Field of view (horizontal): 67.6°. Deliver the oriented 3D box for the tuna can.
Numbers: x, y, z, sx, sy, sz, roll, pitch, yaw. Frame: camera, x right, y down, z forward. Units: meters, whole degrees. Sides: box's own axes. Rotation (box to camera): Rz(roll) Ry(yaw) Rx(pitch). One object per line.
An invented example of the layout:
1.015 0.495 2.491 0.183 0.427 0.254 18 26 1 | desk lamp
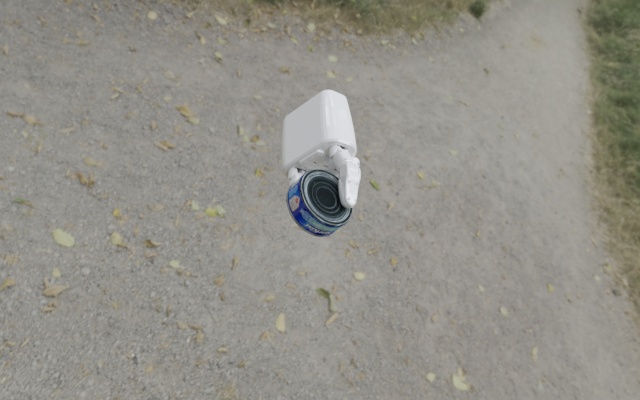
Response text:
0.000 0.002 0.624 0.086 0.086 0.034 0 -27 -40 | tuna can
